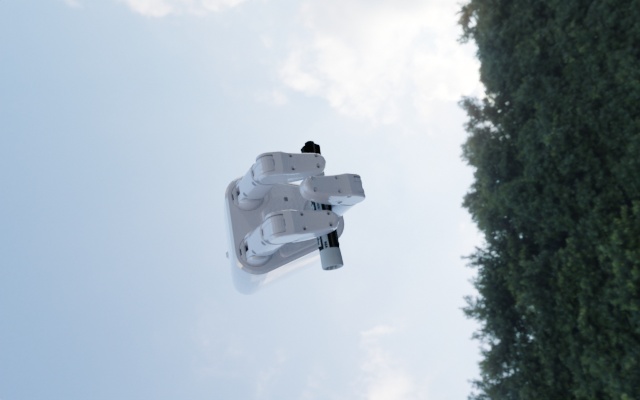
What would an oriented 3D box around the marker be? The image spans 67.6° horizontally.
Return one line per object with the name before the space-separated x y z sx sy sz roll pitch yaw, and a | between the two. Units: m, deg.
marker | 0.000 0.001 0.422 0.020 0.121 0.020 -10 -22 -4
